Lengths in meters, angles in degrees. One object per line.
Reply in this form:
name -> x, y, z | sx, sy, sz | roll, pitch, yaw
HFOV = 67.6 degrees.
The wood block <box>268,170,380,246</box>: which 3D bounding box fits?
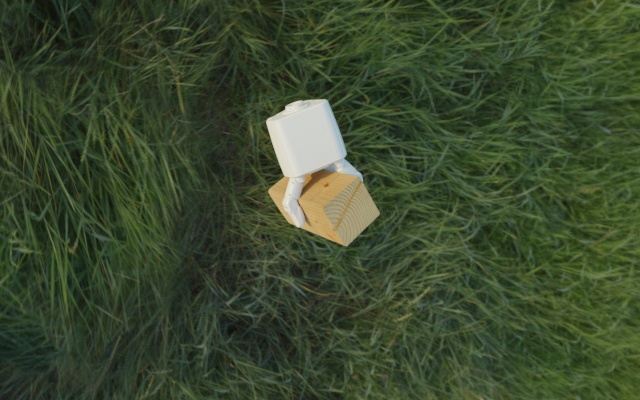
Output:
wood block -> 0.000, 0.003, 0.897 | 0.091, 0.090, 0.206 | -41, 28, -19
